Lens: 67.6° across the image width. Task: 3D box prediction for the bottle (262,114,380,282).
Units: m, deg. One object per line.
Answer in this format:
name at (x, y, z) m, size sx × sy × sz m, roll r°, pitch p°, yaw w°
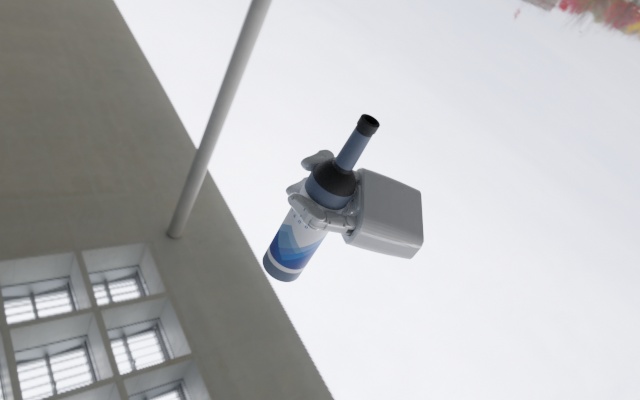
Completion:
bottle at (0.000, 0.002, 0.680) m, size 0.069 × 0.069 × 0.296 m, roll 0°, pitch -44°, yaw -36°
